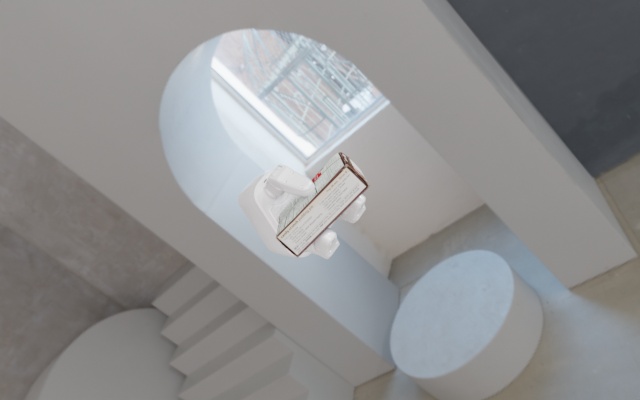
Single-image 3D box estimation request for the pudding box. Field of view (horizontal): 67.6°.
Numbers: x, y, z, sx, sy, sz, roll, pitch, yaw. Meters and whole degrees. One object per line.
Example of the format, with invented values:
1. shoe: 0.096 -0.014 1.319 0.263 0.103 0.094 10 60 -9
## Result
1. pudding box: 0.000 0.002 0.541 0.039 0.113 0.090 41 10 -12
